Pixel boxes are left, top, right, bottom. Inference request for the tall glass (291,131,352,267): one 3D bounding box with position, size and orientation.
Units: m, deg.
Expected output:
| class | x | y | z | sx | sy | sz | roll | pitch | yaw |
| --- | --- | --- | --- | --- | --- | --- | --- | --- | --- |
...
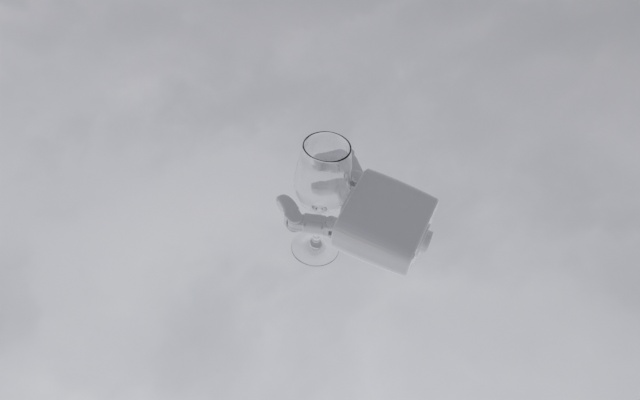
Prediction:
| class | x | y | z | sx | sy | sz | roll | pitch | yaw |
| --- | --- | --- | --- | --- | --- | --- | --- | --- | --- |
| tall glass | 0.000 | 0.003 | 0.664 | 0.079 | 0.079 | 0.201 | 3 | -45 | -3 |
